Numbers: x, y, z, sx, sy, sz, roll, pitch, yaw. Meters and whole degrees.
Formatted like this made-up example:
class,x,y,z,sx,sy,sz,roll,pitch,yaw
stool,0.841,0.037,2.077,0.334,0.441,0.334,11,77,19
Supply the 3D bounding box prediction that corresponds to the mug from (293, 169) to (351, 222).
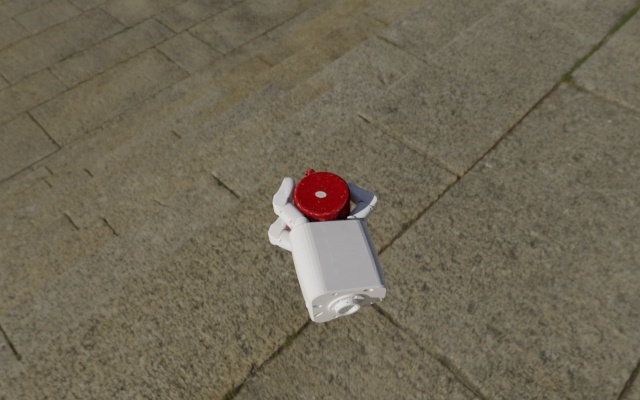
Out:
class,x,y,z,sx,sy,sz,roll,pitch,yaw
mug,0.000,0.001,0.712,0.093,0.117,0.082,-14,-35,-7
